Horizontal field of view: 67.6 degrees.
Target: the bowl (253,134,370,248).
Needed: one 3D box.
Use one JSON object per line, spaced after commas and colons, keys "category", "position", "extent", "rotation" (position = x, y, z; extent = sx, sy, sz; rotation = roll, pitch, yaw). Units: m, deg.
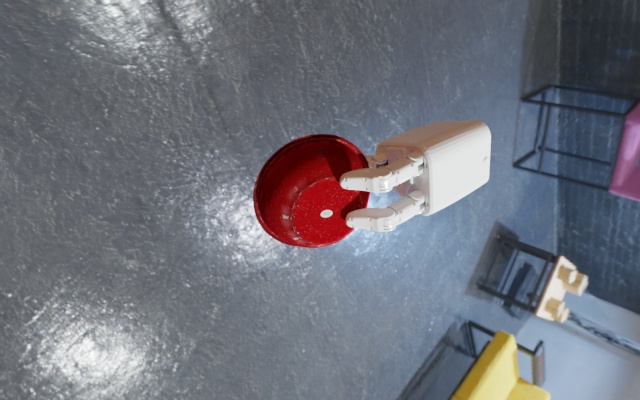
{"category": "bowl", "position": [-0.001, 0.003, 0.595], "extent": [0.162, 0.162, 0.055], "rotation": [0, 27, -21]}
